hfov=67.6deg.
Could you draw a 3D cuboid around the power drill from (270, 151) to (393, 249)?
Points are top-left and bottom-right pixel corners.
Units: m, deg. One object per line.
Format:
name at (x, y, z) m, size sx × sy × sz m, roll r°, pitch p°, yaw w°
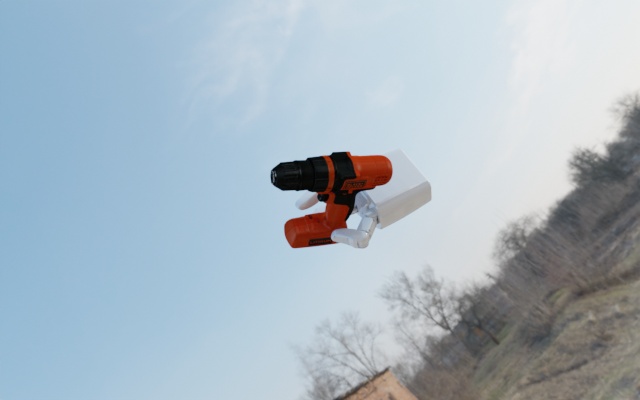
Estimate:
power drill at (0.000, 0.003, 0.727) m, size 0.184 × 0.057 × 0.188 m, roll -4°, pitch -34°, yaw -22°
